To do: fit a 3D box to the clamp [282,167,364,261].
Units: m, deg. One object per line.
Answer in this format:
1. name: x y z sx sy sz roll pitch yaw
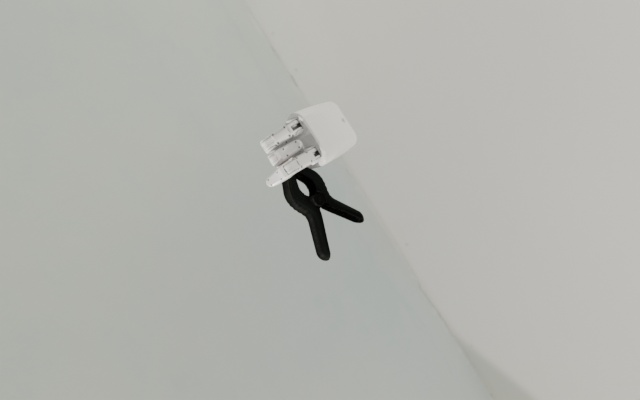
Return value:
1. clamp: 0.000 0.003 0.800 0.039 0.171 0.120 -27 4 46
